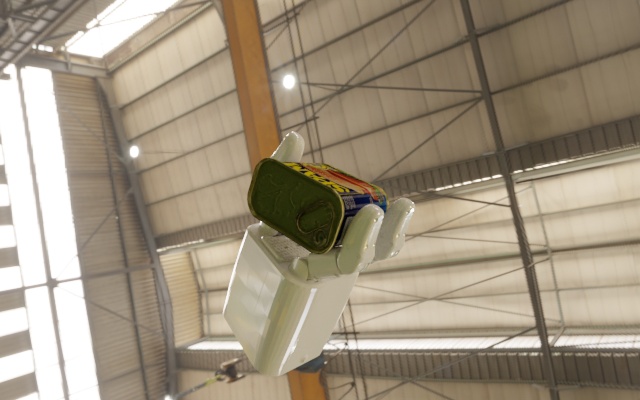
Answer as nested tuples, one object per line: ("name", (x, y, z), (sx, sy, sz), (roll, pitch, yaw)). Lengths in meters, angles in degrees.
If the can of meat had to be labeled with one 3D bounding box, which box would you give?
("can of meat", (0.000, 0.001, 0.433), (0.102, 0.057, 0.084), (28, 19, 32))
